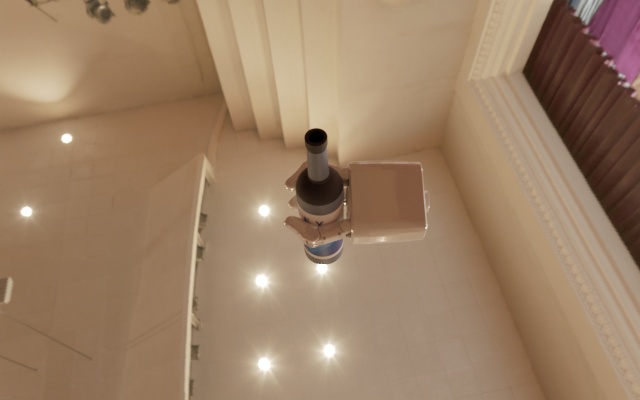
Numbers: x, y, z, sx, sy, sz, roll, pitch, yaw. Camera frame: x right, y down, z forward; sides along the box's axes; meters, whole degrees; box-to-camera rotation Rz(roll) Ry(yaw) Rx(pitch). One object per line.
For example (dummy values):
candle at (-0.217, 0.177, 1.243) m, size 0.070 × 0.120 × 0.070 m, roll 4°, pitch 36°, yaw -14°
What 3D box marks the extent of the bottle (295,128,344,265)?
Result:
bottle at (0.000, 0.002, 0.685) m, size 0.069 × 0.069 × 0.296 m, roll 0°, pitch -32°, yaw 2°
